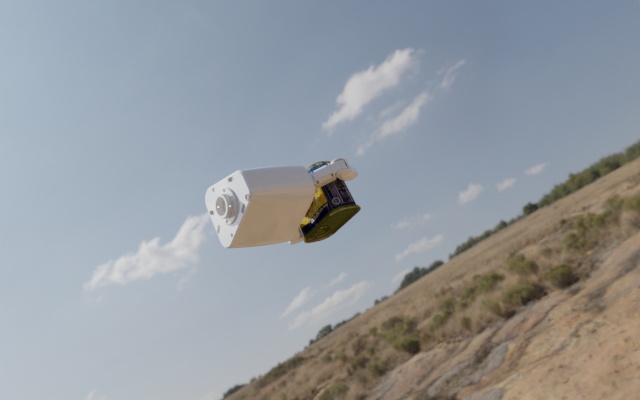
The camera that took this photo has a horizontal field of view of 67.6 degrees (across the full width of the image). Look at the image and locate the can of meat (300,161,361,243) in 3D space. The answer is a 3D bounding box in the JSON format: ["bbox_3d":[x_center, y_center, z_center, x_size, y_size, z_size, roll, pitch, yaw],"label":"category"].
[{"bbox_3d":[0.000,0.002,0.713,0.057,0.084,0.102,-8,-27,-41],"label":"can of meat"}]
